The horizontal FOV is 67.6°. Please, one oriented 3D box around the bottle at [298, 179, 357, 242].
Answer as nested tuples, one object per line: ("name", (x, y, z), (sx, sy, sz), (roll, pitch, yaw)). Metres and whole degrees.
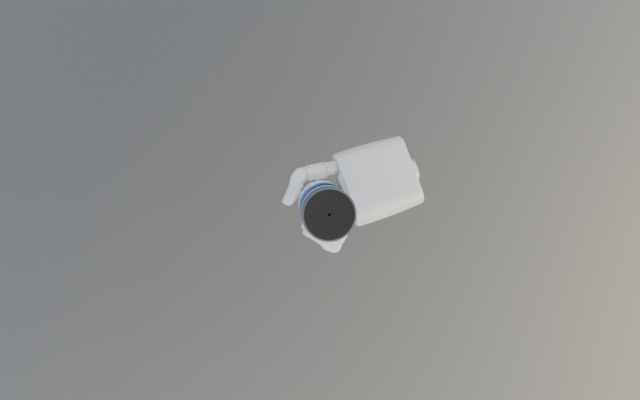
("bottle", (0.000, 0.002, 0.717), (0.069, 0.069, 0.295), (0, 6, -4))
